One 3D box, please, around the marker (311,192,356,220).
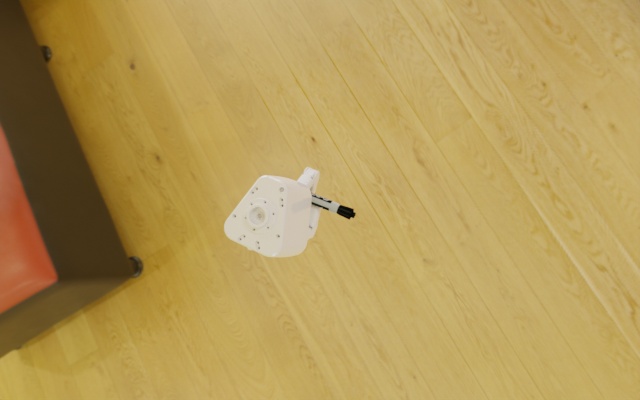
[{"bbox_3d":[0.000,0.003,0.771,0.121,0.020,0.020,22,6,16],"label":"marker"}]
